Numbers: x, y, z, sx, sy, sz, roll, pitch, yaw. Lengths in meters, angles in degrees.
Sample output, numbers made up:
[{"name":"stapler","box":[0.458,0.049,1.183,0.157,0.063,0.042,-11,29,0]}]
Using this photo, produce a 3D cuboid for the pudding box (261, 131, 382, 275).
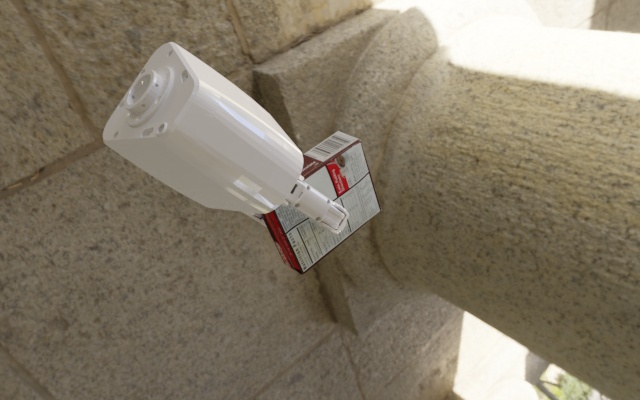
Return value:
[{"name":"pudding box","box":[0.000,0.001,0.455,0.113,0.090,0.039,-35,37,-22]}]
